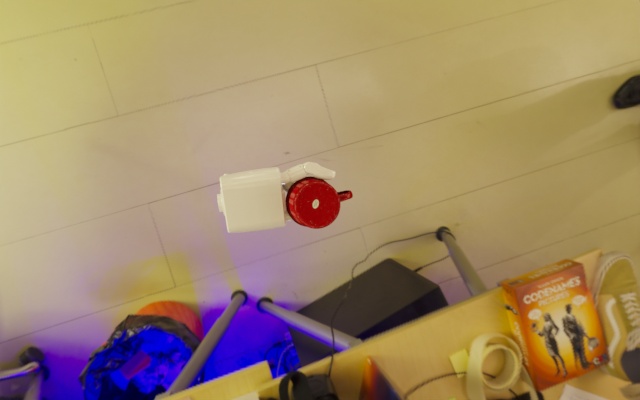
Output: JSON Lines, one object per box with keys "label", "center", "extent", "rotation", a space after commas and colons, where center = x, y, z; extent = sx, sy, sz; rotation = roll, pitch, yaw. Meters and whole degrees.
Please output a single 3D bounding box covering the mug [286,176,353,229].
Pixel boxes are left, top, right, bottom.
{"label": "mug", "center": [0.002, 0.003, 0.835], "extent": [0.117, 0.093, 0.081], "rotation": [-11, 5, -8]}
